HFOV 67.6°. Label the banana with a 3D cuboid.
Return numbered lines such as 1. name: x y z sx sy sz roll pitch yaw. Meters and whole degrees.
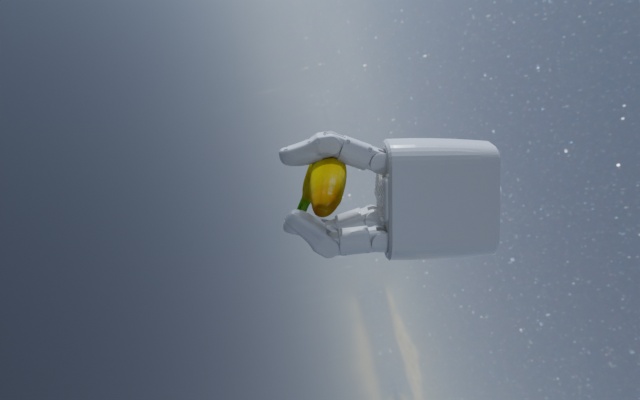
1. banana: 0.004 -0.017 0.491 0.037 0.069 0.198 12 -3 -5
